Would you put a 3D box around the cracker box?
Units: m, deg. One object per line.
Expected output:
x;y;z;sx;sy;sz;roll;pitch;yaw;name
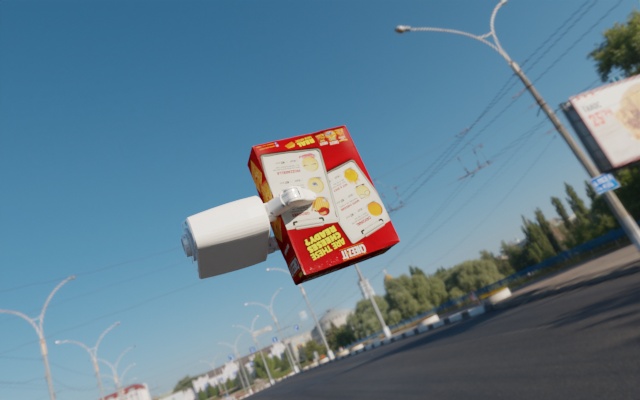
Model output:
0.000;0.002;0.743;0.164;0.213;0.072;-16;-18;-22;cracker box
